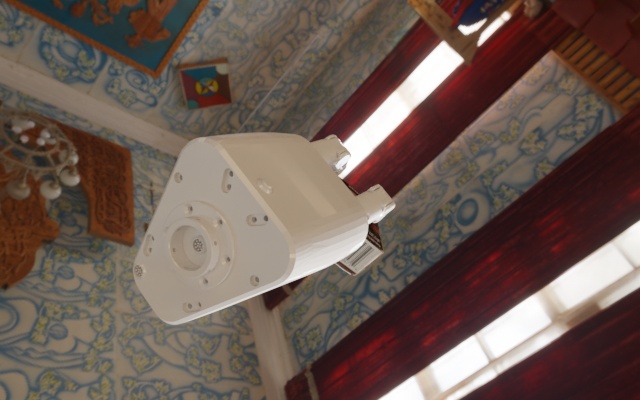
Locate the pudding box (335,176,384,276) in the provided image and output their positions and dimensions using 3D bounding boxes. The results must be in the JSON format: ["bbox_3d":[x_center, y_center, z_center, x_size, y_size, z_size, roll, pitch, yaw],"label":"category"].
[{"bbox_3d":[0.000,0.001,0.415,0.113,0.039,0.090,41,20,-15],"label":"pudding box"}]
